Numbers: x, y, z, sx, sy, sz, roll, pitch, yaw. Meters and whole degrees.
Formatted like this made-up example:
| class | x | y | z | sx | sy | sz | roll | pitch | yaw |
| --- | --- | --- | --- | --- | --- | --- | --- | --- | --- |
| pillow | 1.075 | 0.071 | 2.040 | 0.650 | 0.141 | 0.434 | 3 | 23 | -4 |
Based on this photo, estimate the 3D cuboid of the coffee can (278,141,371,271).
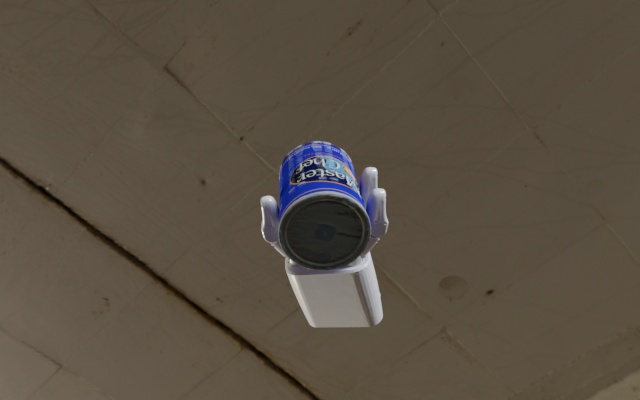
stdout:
| class | x | y | z | sx | sy | sz | roll | pitch | yaw |
| --- | --- | --- | --- | --- | --- | --- | --- | --- | --- |
| coffee can | 0.000 | 0.002 | 0.584 | 0.103 | 0.103 | 0.140 | 0 | 31 | -5 |
